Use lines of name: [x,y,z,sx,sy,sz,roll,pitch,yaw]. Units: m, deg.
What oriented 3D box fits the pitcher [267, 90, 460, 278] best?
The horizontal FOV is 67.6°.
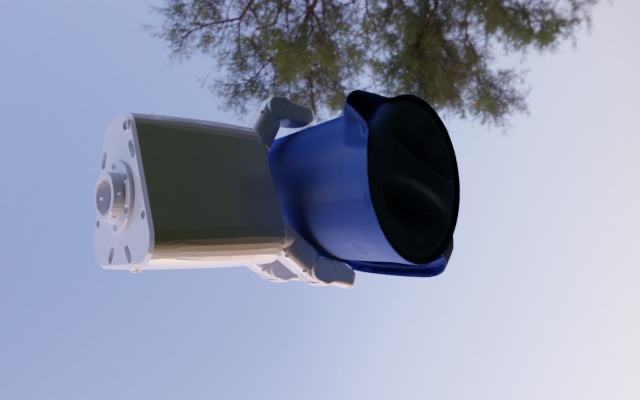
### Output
pitcher: [0.000,0.001,0.453,0.243,0.149,0.145,-7,-6,44]
